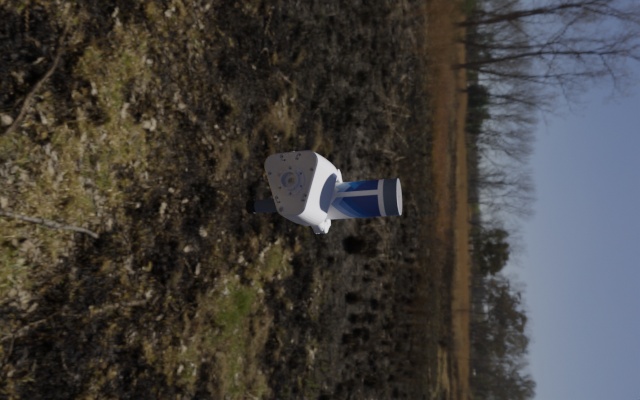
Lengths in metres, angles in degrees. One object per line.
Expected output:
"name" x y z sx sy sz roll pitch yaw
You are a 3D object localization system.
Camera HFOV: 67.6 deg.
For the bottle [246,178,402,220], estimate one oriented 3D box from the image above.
"bottle" 0.000 0.003 0.892 0.296 0.069 0.069 -4 -1 17
